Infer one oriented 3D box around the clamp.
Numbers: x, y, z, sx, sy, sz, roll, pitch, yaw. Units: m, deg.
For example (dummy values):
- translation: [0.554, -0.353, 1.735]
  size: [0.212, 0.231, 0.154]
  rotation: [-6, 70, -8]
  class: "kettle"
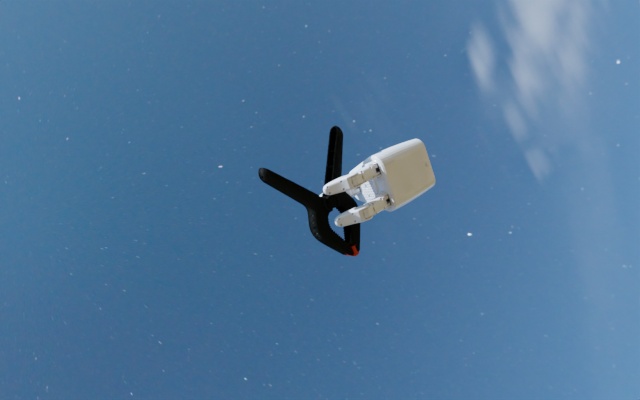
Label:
- translation: [0.000, 0.003, 0.768]
  size: [0.164, 0.210, 0.036]
  rotation: [-25, 11, -28]
  class: "clamp"
